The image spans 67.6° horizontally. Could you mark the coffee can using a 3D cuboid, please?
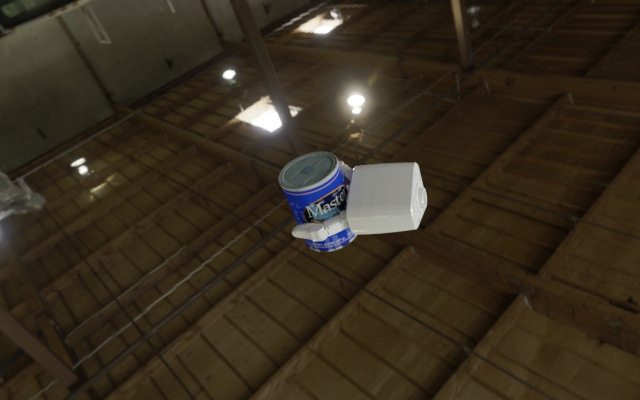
[{"bbox_3d":[0.000,0.003,0.814,0.103,0.140,0.102,-15,35,10],"label":"coffee can"}]
